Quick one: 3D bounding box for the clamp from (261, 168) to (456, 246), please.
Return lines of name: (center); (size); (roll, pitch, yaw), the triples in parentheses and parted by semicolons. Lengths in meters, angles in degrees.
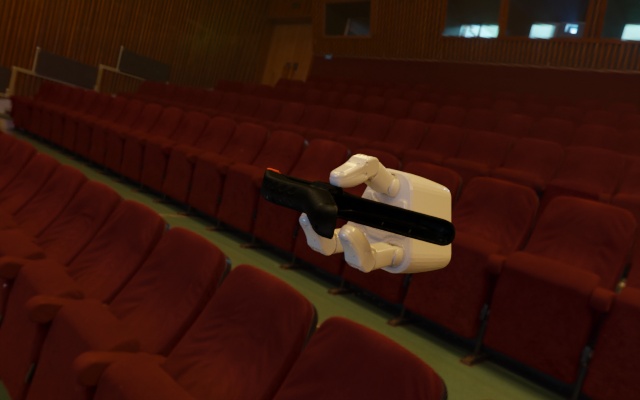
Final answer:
clamp: (0.000, 0.001, 0.454); (0.210, 0.036, 0.164); (19, 8, 41)
